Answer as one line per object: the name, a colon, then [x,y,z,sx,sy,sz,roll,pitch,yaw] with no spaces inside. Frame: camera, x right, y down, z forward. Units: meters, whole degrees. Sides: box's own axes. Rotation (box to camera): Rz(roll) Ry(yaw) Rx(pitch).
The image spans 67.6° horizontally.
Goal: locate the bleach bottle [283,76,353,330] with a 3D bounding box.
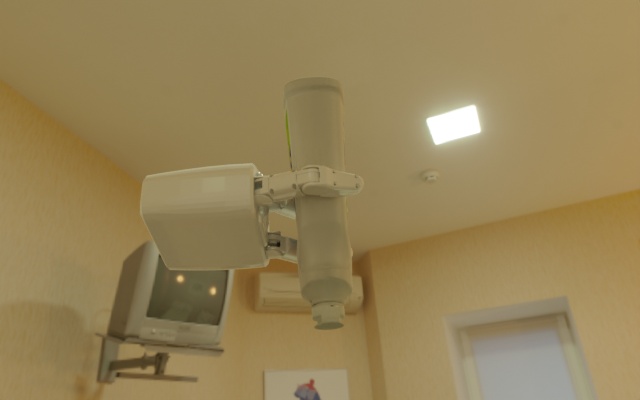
bleach bottle: [0.000,0.002,0.491,0.068,0.250,0.103,-4,-27,0]
